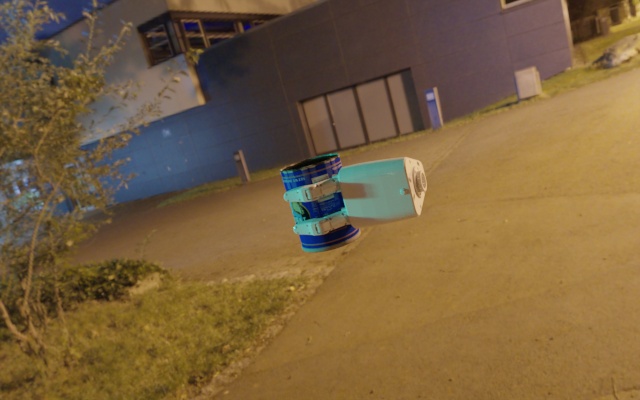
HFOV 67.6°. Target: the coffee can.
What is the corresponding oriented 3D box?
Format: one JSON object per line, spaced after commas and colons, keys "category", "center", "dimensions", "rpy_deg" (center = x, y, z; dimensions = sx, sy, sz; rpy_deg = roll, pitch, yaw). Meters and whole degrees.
{"category": "coffee can", "center": [0.000, 0.003, 0.796], "dimensions": [0.103, 0.140, 0.102], "rpy_deg": [-15, 12, 3]}
